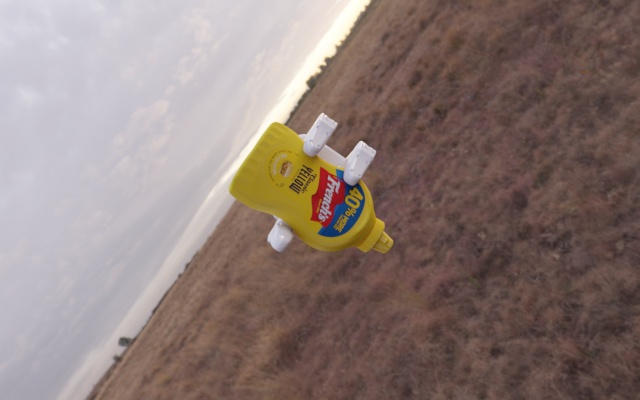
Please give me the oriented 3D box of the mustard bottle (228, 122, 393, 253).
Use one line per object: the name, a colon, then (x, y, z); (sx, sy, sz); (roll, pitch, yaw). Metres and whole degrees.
mustard bottle: (0.000, 0.002, 0.539); (0.191, 0.096, 0.058); (34, -22, -8)
